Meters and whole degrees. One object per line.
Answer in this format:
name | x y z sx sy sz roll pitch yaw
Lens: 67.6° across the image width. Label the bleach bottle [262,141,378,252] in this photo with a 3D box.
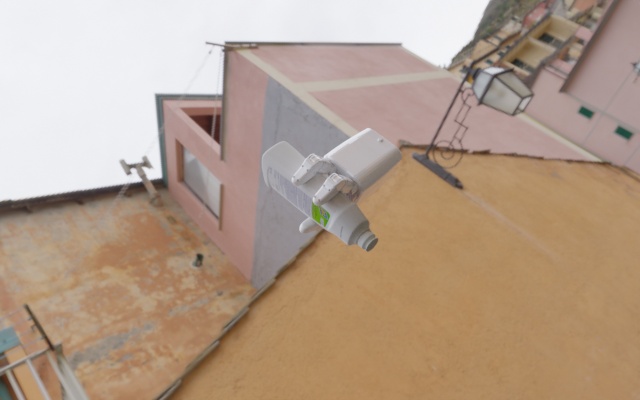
bleach bottle | 0.000 0.003 0.828 0.068 0.250 0.103 -37 -30 -21
